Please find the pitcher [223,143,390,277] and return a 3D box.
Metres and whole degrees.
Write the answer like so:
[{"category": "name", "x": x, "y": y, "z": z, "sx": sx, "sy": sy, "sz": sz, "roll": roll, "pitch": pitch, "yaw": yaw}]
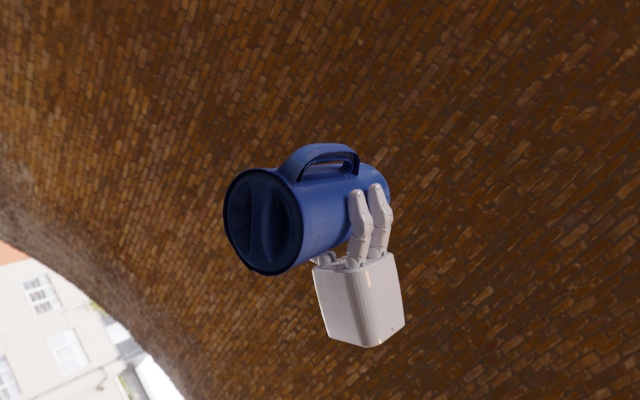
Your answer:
[{"category": "pitcher", "x": 0.000, "y": 0.002, "z": 0.659, "sx": 0.149, "sy": 0.145, "sz": 0.243, "roll": -11, "pitch": 2, "yaw": 38}]
